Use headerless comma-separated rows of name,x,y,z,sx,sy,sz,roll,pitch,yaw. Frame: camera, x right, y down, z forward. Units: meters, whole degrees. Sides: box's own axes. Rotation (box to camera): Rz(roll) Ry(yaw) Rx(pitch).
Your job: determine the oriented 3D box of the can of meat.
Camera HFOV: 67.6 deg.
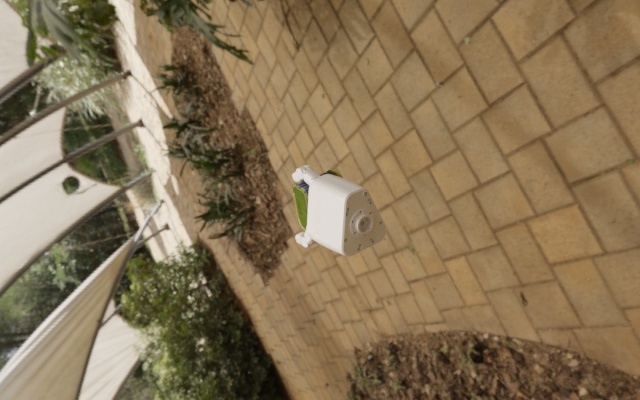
can of meat,0.000,0.003,0.895,0.084,0.102,0.057,-24,30,-25
